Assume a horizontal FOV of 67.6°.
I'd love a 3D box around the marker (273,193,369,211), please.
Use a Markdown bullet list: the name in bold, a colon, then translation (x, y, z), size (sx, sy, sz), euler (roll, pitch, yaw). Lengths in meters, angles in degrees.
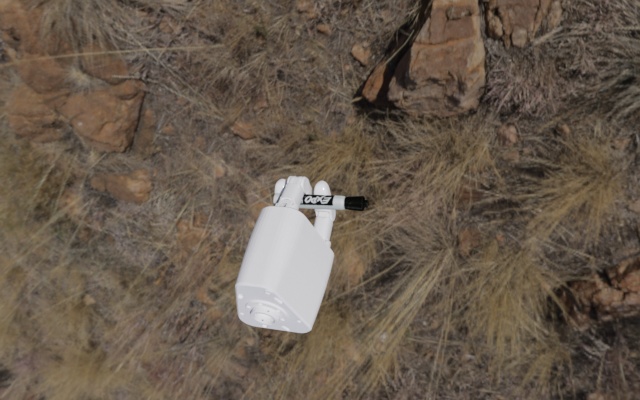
- **marker**: translation (0.000, 0.002, 0.595), size (0.121, 0.020, 0.020), euler (2, 1, 18)
